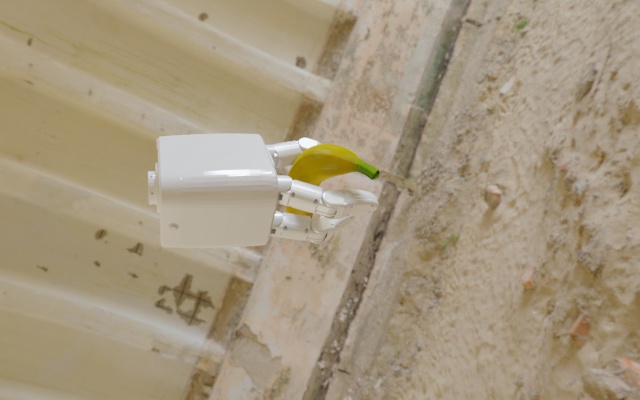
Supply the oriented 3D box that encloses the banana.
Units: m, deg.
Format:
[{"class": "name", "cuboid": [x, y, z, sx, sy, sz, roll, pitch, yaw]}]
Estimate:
[{"class": "banana", "cuboid": [-0.008, -0.015, 0.529, 0.037, 0.069, 0.198, -29, -5, -29]}]
